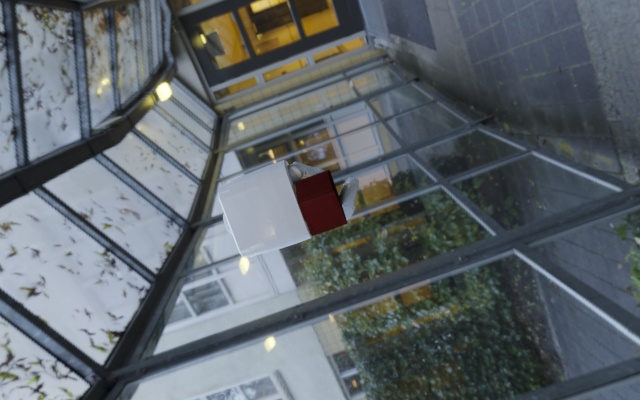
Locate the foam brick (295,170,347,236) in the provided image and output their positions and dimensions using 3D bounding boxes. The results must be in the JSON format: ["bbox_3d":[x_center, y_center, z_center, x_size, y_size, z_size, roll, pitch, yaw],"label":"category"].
[{"bbox_3d":[0.000,0.002,0.636,0.051,0.053,0.078,-19,23,3],"label":"foam brick"}]
